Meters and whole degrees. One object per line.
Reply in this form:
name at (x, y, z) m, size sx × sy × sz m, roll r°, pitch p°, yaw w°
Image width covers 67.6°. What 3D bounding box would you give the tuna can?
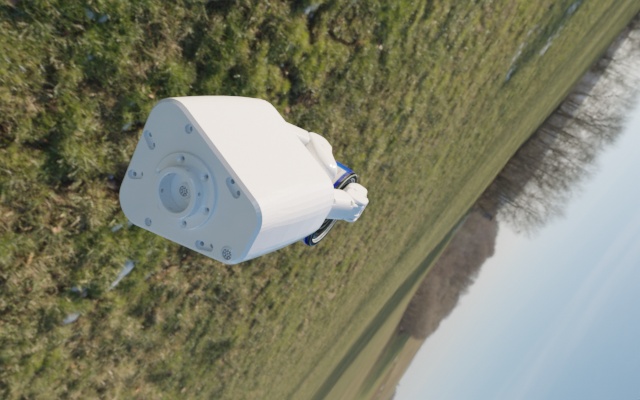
tuna can at (0.001, 0.002, 0.467) m, size 0.033 × 0.086 × 0.086 m, roll 32°, pitch 8°, yaw 14°
